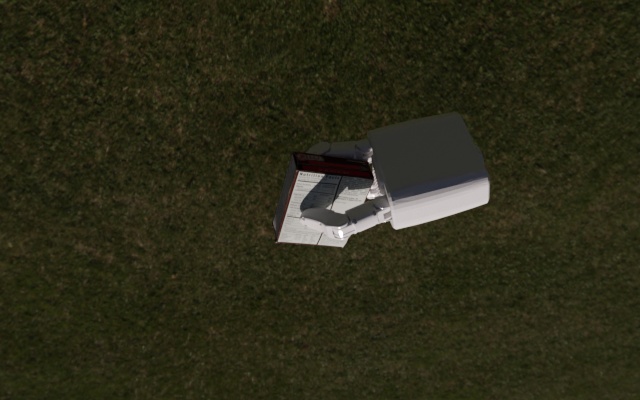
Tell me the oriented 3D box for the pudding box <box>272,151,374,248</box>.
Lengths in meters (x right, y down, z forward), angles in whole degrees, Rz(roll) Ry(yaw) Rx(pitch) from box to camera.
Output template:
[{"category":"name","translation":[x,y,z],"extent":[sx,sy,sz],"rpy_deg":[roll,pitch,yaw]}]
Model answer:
[{"category":"pudding box","translation":[0.000,0.002,0.547],"extent":[0.090,0.114,0.039],"rpy_deg":[7,37,-17]}]
